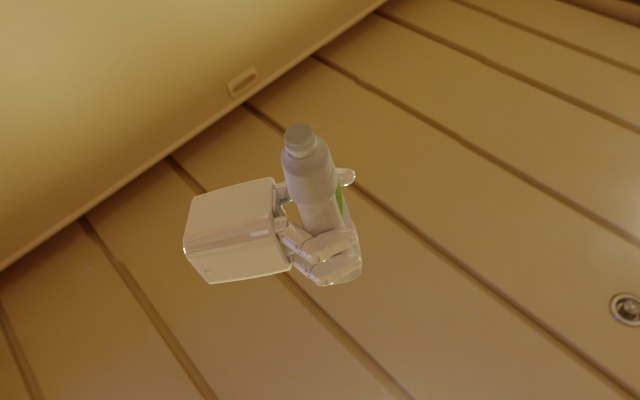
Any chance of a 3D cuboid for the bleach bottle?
[{"bbox_3d":[0.000,0.002,0.561,0.068,0.102,0.251,-12,-37,4],"label":"bleach bottle"}]
